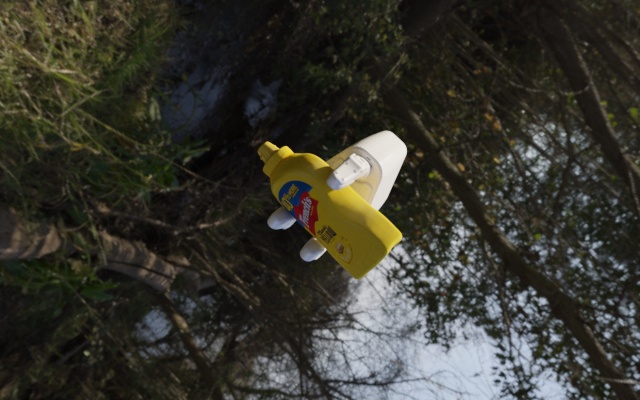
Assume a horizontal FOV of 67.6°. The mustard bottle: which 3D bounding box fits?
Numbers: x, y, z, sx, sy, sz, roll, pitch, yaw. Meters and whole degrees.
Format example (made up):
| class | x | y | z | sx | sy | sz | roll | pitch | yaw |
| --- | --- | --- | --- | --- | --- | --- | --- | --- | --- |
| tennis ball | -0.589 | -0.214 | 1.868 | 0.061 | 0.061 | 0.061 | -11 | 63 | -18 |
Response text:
| class | x | y | z | sx | sy | sz | roll | pitch | yaw |
| --- | --- | --- | --- | --- | --- | --- | --- | --- | --- |
| mustard bottle | 0.000 | 0.002 | 0.555 | 0.058 | 0.191 | 0.096 | -42 | -8 | -30 |
